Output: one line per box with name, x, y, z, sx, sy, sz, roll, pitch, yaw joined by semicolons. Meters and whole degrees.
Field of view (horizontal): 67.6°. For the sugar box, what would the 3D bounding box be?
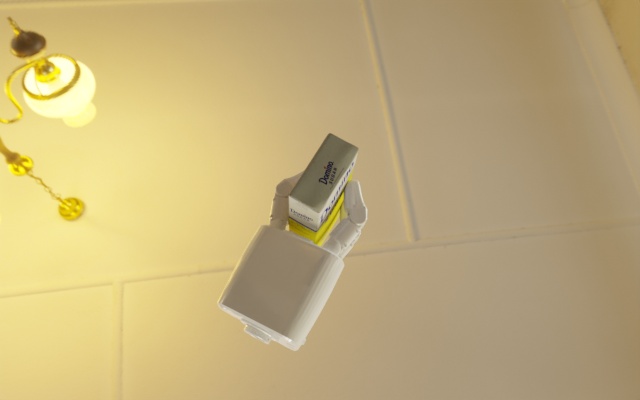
sugar box;0.000;0.002;0.593;0.048;0.093;0.176;29;-21;6
